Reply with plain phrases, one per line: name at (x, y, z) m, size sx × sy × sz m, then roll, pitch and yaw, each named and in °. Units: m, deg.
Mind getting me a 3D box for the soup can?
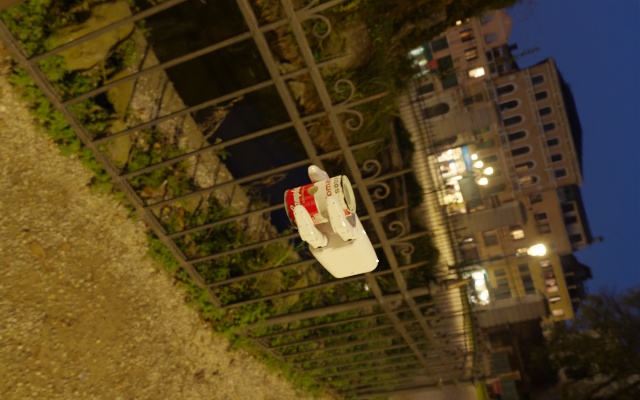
soup can at (0.000, 0.002, 0.794) m, size 0.102 × 0.068 × 0.068 m, roll -15°, pitch -4°, yaw 16°
